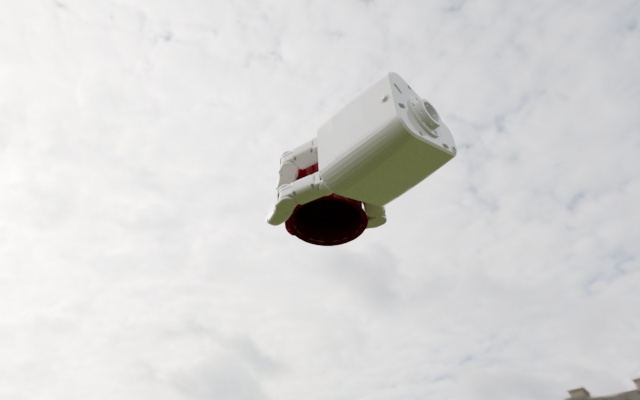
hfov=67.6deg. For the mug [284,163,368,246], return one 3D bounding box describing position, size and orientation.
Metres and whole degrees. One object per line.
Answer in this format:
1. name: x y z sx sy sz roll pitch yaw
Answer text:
1. mug: -0.001 0.002 0.587 0.093 0.081 0.117 32 -50 -32
